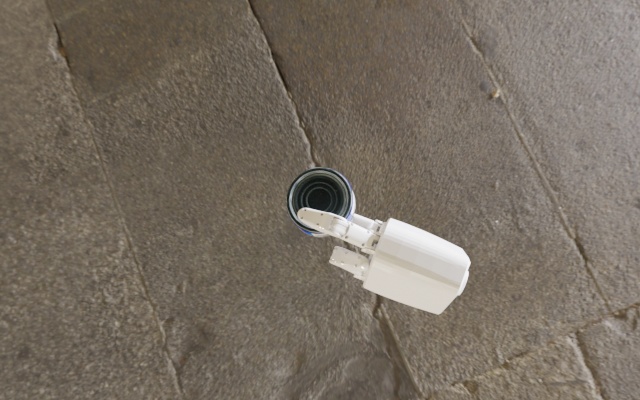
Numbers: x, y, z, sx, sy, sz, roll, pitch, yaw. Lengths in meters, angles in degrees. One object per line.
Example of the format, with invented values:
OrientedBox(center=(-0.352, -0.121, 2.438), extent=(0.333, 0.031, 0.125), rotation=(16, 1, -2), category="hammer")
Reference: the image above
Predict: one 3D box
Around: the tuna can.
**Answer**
OrientedBox(center=(0.000, 0.002, 0.599), extent=(0.086, 0.086, 0.034), rotation=(0, -11, 8), category="tuna can")
